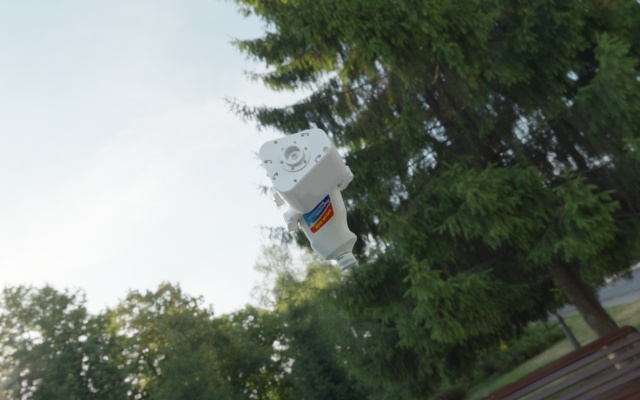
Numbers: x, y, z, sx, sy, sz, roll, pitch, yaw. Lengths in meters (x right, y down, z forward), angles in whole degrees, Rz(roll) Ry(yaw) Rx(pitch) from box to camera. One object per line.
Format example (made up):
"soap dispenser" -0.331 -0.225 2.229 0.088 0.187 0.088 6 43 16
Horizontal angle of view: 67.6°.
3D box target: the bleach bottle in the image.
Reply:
"bleach bottle" 0.000 0.003 0.842 0.102 0.250 0.068 -30 -21 5
